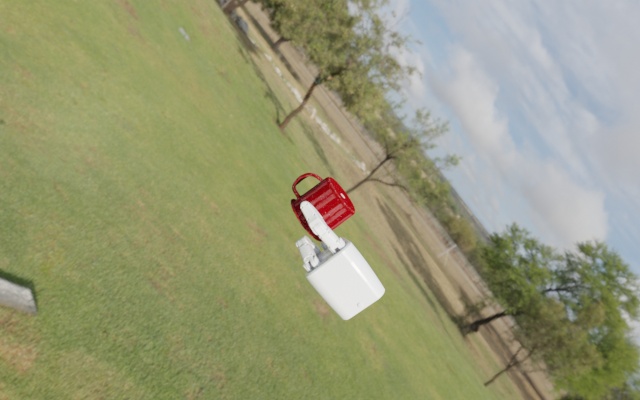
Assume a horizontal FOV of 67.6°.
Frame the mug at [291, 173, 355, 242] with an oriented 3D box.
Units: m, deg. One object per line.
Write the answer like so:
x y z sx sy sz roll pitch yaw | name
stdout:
-0.001 0.001 0.841 0.081 0.117 0.093 -36 5 12 | mug
